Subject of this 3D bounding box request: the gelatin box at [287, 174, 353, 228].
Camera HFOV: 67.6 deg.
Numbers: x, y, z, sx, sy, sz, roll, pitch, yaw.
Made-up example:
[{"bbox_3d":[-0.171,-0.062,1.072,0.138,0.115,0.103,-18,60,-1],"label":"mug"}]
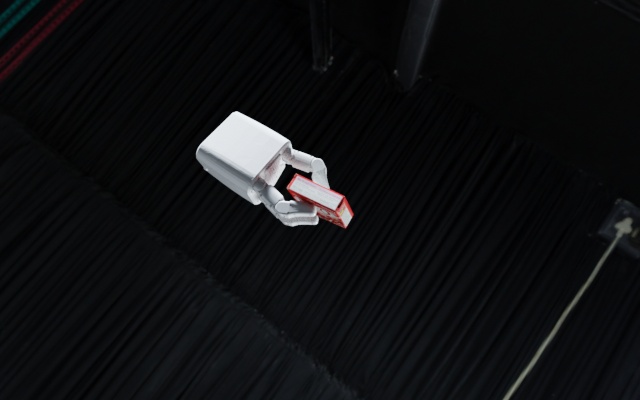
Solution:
[{"bbox_3d":[0.001,0.002,0.723,0.089,0.030,0.073,25,-14,22],"label":"gelatin box"}]
